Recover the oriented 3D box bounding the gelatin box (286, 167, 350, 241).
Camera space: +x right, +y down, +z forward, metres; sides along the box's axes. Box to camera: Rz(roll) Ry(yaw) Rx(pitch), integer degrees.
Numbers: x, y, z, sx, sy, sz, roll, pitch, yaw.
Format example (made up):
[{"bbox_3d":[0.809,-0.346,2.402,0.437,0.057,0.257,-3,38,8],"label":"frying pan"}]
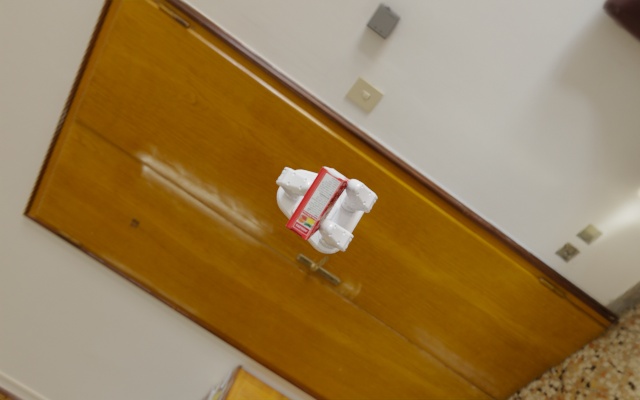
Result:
[{"bbox_3d":[0.000,0.001,0.520,0.030,0.073,0.089,33,6,5],"label":"gelatin box"}]
